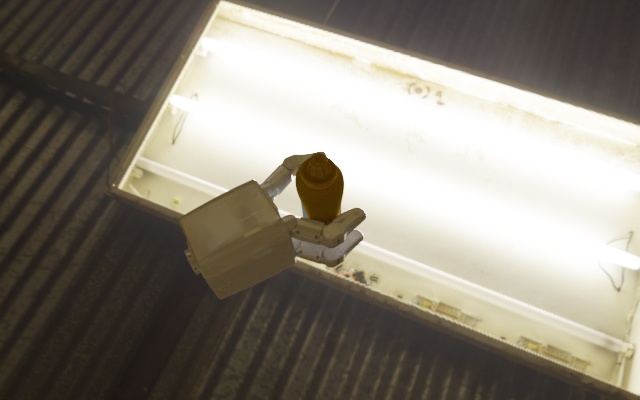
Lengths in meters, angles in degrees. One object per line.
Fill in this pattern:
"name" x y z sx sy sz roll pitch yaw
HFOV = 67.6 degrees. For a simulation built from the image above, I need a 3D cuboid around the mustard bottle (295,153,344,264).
"mustard bottle" 0.000 0.002 0.603 0.058 0.096 0.192 -5 -30 0
